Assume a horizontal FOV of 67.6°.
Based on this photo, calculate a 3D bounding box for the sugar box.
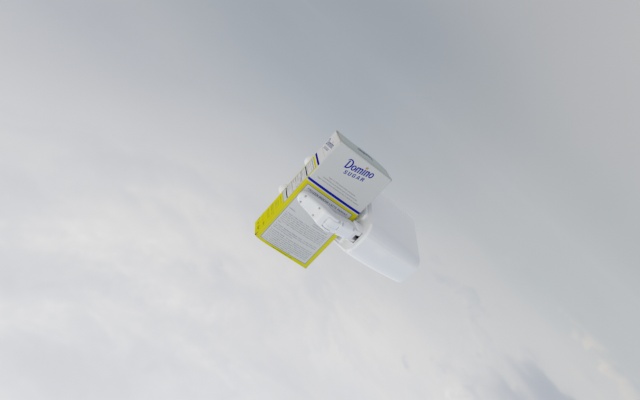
[{"bbox_3d":[0.000,0.002,0.639,0.093,0.176,0.048,35,17,-24],"label":"sugar box"}]
